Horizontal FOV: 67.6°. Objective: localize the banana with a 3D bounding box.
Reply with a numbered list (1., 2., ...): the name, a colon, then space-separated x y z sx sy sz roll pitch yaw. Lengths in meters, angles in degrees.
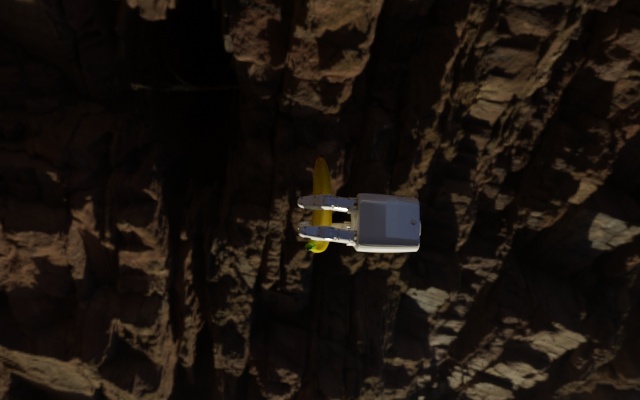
1. banana: 0.001 0.016 0.850 0.037 0.197 0.070 1 -36 6
